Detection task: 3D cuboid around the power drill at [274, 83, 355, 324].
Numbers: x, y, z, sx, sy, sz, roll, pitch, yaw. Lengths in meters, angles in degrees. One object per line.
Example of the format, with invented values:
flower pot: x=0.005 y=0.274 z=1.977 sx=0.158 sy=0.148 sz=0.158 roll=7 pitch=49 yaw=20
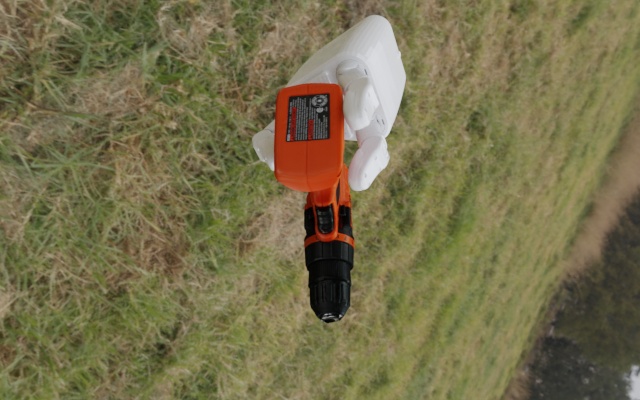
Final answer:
power drill: x=0.000 y=0.001 z=0.445 sx=0.057 sy=0.184 sz=0.188 roll=-4 pitch=-32 yaw=4
